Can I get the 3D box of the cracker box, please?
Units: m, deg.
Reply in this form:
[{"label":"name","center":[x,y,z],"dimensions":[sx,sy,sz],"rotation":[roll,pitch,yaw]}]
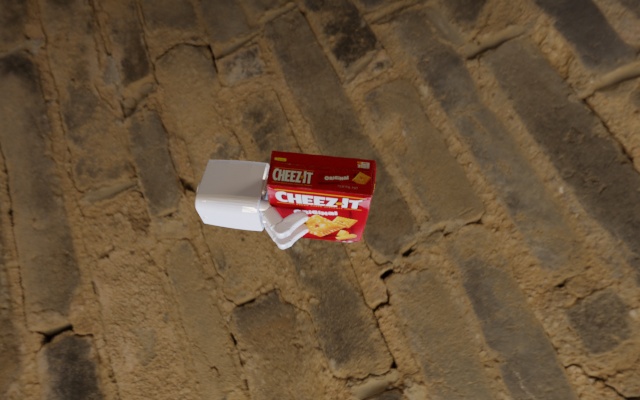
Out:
[{"label":"cracker box","center":[0.000,0.003,0.816],"dimensions":[0.164,0.072,0.214],"rotation":[5,-24,1]}]
